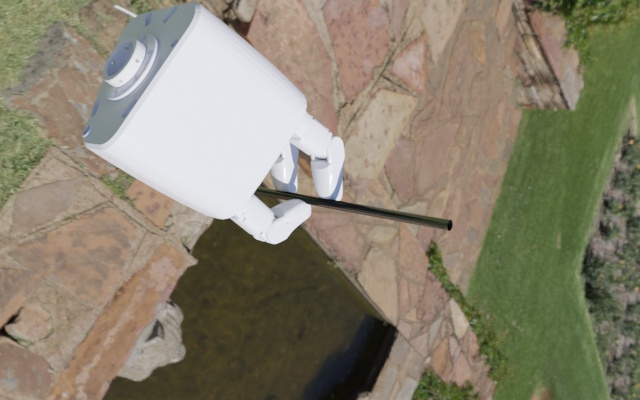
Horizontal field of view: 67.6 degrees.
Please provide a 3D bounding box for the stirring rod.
[{"bbox_3d":[0.000,0.001,0.410,0.239,0.011,0.011,10,6,40],"label":"stirring rod"}]
